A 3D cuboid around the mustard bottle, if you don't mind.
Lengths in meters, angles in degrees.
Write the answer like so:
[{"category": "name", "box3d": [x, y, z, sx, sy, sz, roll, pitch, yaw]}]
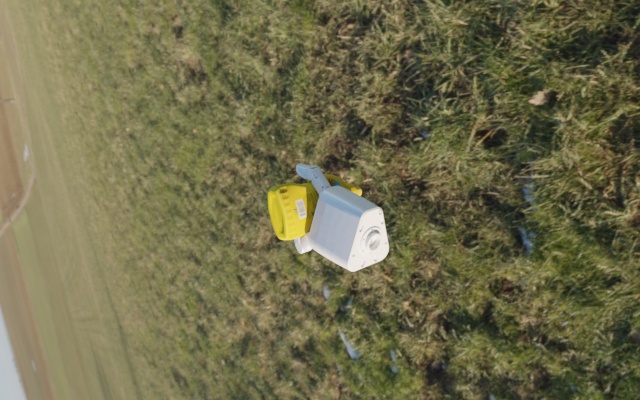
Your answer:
[{"category": "mustard bottle", "box3d": [0.000, 0.003, 0.873, 0.191, 0.096, 0.058, -16, 4, -35]}]
